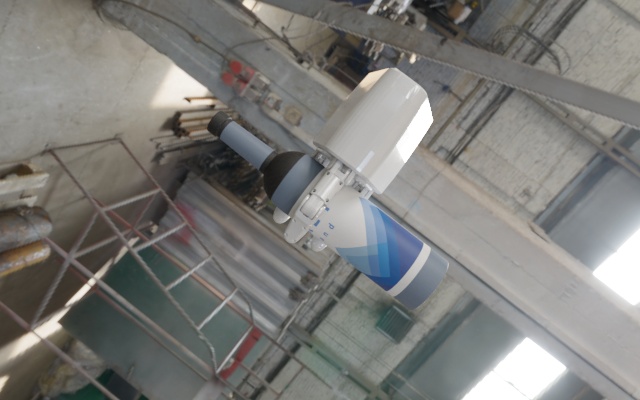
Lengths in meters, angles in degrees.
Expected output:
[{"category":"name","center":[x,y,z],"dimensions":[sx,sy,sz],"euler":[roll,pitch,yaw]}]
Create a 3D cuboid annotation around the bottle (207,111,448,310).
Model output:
[{"category":"bottle","center":[0.000,0.002,0.520],"dimensions":[0.295,0.069,0.069],"euler":[38,2,2]}]
